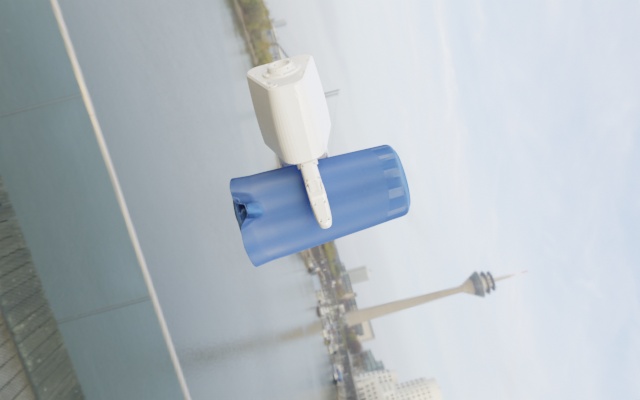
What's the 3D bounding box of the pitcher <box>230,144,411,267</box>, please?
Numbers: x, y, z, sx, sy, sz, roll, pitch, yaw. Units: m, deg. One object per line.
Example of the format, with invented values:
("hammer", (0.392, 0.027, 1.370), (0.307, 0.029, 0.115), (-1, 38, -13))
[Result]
("pitcher", (0.000, 0.002, 0.703), (0.243, 0.145, 0.149), (-15, 33, 0))
